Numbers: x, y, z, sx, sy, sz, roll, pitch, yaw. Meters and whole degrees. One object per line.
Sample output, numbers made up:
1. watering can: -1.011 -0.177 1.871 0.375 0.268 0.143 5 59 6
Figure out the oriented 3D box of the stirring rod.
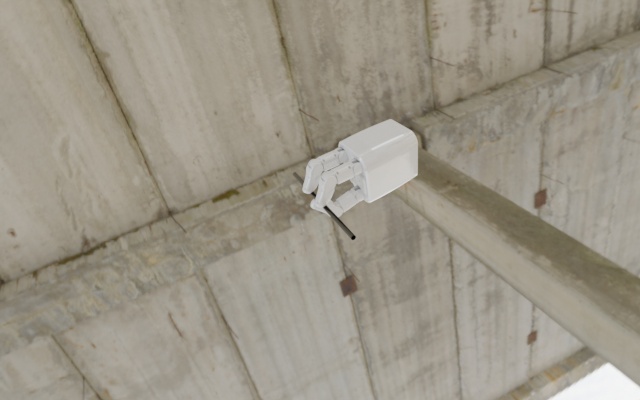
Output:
1. stirring rod: 0.000 0.003 0.797 0.011 0.011 0.239 0 26 -27
